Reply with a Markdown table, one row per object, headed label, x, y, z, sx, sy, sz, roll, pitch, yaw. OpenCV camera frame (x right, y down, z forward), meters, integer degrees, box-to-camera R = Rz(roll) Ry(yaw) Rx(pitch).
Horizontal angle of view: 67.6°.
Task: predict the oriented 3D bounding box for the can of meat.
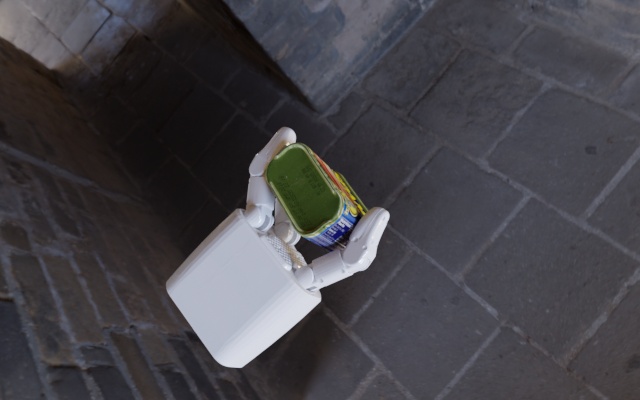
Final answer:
| label | x | y | z | sx | sy | sz | roll | pitch | yaw |
| --- | --- | --- | --- | --- | --- | --- | --- | --- | --- |
| can of meat | 0.000 | 0.001 | 0.464 | 0.057 | 0.102 | 0.084 | -39 | -33 | 9 |
